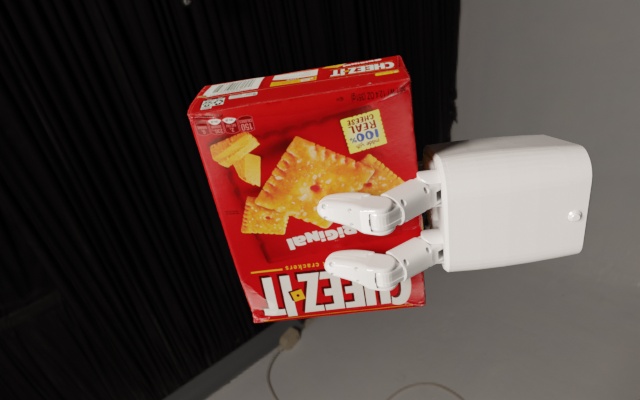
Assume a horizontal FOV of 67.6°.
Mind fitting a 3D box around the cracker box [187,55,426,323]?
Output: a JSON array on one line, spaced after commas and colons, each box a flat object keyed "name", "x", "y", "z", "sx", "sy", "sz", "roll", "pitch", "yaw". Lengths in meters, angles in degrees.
[{"name": "cracker box", "x": 0.000, "y": 0.001, "z": 0.408, "sx": 0.164, "sy": 0.214, "sz": 0.072, "roll": -7, "pitch": 30, "yaw": 6}]
